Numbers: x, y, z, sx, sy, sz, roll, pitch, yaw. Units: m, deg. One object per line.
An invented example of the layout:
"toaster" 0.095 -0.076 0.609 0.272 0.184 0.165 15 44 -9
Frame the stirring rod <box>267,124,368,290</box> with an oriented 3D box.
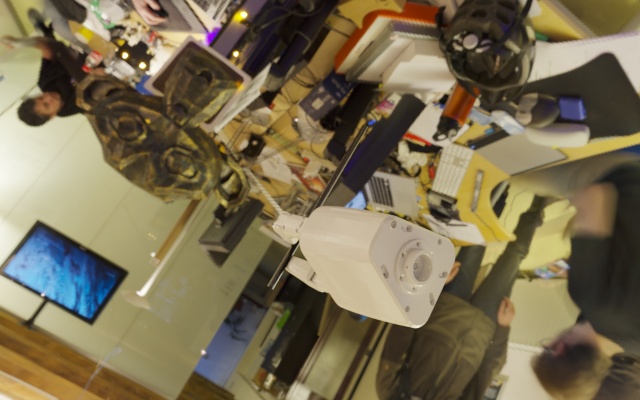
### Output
"stirring rod" 0.000 0.002 0.585 0.011 0.239 0.011 27 -18 10
